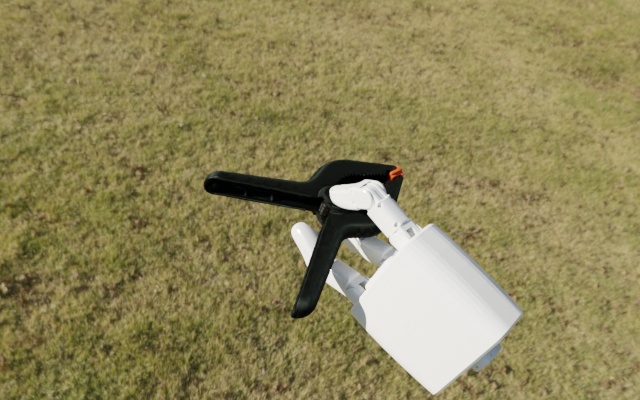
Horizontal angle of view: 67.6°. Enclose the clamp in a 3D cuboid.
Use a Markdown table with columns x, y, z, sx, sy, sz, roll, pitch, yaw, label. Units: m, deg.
| x | y | z | sx | sy | sz | roll | pitch | yaw | label |
| --- | --- | --- | --- | --- | --- | --- | --- | --- | --- |
| 0.001 | 0.001 | 0.483 | 0.210 | 0.164 | 0.036 | -31 | -20 | -36 | clamp |
